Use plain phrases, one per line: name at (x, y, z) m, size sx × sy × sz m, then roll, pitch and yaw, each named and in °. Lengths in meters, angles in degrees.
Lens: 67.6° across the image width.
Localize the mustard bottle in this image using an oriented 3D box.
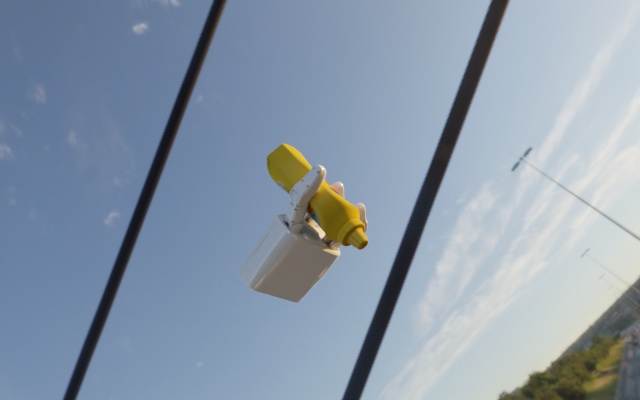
mustard bottle at (0.000, 0.002, 0.685) m, size 0.191 × 0.058 × 0.096 m, roll 46°, pitch -9°, yaw 32°
